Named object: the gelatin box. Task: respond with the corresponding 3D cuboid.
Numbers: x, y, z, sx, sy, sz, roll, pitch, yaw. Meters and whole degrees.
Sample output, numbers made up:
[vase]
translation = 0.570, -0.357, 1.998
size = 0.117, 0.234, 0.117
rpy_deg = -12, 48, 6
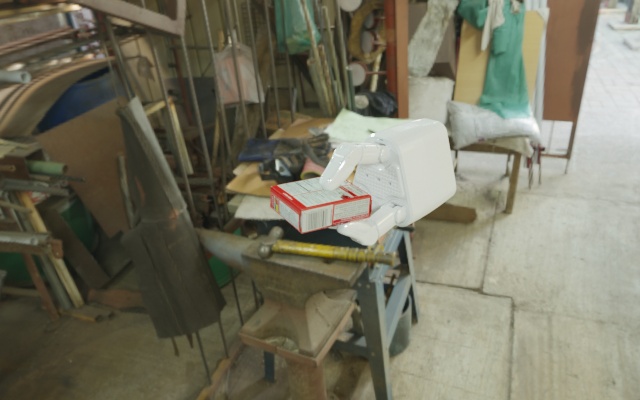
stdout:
[gelatin box]
translation = 0.000, 0.001, 0.520
size = 0.089, 0.030, 0.073
rpy_deg = -12, 27, -29
